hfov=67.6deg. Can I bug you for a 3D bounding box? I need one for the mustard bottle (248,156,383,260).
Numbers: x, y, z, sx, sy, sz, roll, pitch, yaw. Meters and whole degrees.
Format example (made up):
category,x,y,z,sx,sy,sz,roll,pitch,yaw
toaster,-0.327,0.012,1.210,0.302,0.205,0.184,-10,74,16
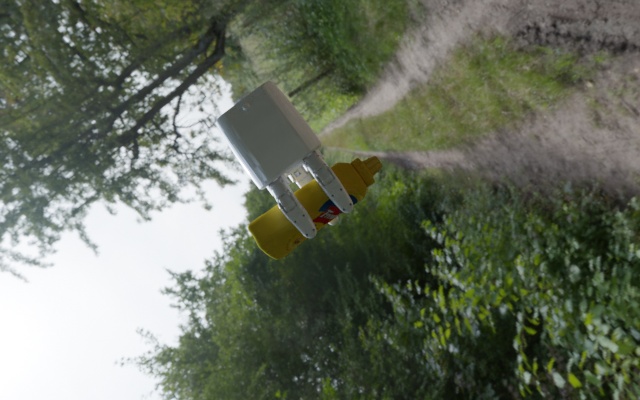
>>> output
category,x,y,z,sx,sy,sz,roll,pitch,yaw
mustard bottle,0.000,0.003,0.640,0.191,0.058,0.096,-36,-21,2
